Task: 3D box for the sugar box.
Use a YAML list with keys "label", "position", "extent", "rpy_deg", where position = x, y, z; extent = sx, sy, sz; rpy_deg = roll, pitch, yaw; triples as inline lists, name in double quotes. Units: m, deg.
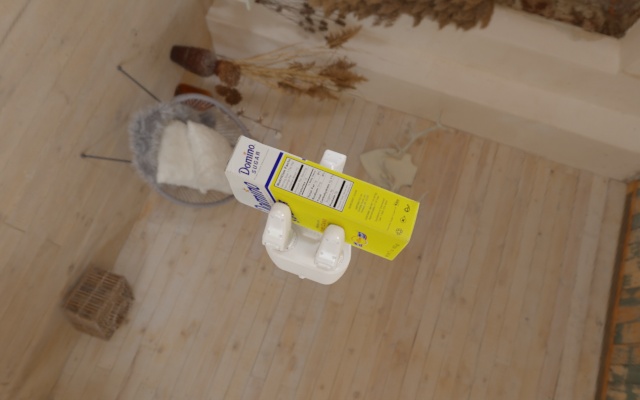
- label: "sugar box"
  position: [0.000, 0.002, 0.464]
  extent: [0.176, 0.048, 0.093]
  rpy_deg: [18, -18, 5]
